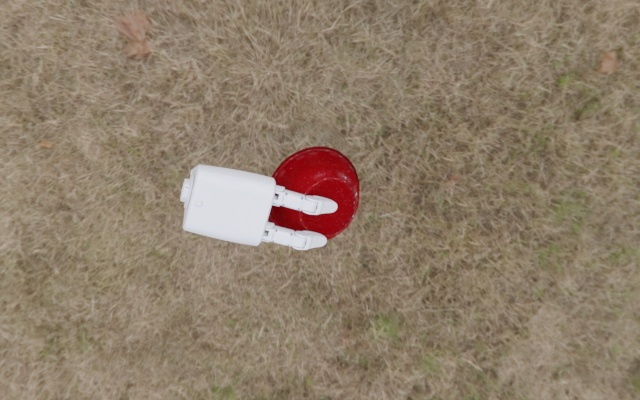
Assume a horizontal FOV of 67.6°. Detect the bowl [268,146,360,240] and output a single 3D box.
[{"bbox_3d":[0.002,0.002,0.724,0.162,0.162,0.055,0,19,-26],"label":"bowl"}]
